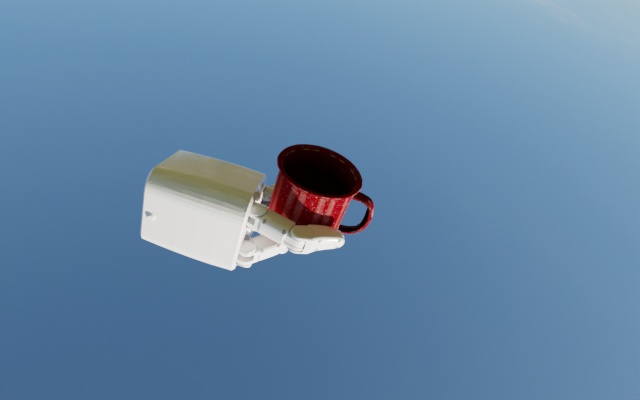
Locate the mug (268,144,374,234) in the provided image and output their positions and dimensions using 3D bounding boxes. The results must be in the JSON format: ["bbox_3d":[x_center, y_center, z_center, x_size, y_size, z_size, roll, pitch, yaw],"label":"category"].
[{"bbox_3d":[0.001,0.002,0.522,0.117,0.081,0.093,19,36,-3],"label":"mug"}]
